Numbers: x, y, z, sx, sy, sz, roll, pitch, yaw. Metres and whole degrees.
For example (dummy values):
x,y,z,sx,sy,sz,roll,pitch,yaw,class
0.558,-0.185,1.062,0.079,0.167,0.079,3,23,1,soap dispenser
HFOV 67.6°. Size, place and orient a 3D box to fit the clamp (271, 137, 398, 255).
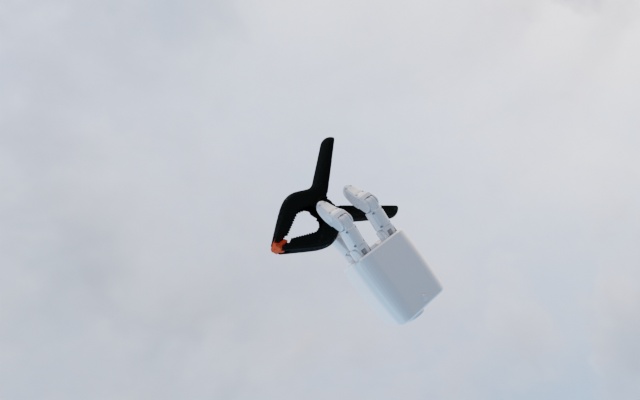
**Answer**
x,y,z,sx,sy,sz,roll,pitch,yaw,class
0.000,0.003,0.716,0.210,0.164,0.036,-32,-9,-30,clamp
